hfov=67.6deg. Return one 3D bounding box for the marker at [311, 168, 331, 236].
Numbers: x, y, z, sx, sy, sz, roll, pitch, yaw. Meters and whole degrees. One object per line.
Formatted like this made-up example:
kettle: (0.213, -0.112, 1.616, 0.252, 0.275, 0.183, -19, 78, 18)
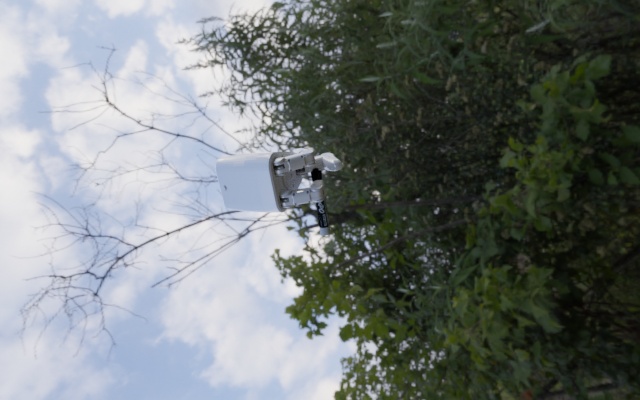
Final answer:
marker: (0.000, 0.003, 0.824, 0.020, 0.121, 0.020, -8, 20, 3)
